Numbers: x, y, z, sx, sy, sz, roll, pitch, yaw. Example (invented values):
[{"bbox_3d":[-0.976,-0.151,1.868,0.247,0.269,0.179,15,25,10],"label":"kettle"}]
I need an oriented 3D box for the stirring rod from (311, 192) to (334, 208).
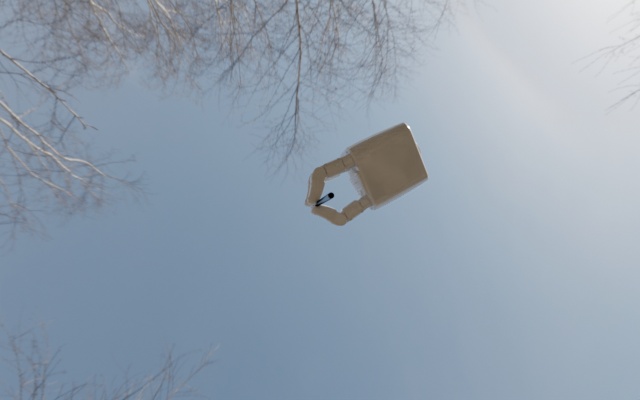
[{"bbox_3d":[0.000,0.002,0.715,0.011,0.011,0.239,0,-4,-6],"label":"stirring rod"}]
